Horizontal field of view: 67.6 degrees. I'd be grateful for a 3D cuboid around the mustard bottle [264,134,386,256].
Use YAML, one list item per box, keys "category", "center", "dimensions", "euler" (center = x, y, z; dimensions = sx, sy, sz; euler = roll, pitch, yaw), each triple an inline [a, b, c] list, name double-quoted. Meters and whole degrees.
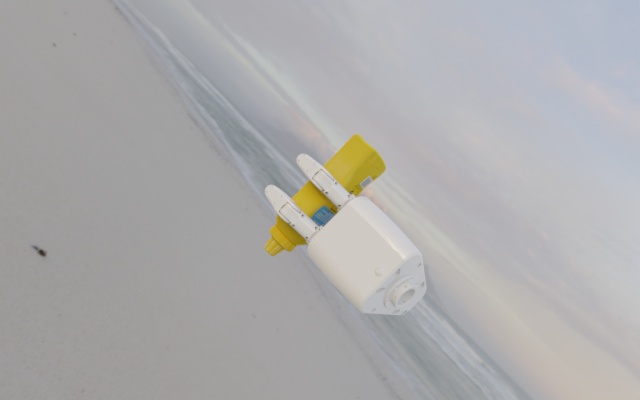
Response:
- category: "mustard bottle"
  center: [0.000, 0.002, 0.630]
  dimensions: [0.058, 0.191, 0.096]
  euler: [46, 2, 16]
